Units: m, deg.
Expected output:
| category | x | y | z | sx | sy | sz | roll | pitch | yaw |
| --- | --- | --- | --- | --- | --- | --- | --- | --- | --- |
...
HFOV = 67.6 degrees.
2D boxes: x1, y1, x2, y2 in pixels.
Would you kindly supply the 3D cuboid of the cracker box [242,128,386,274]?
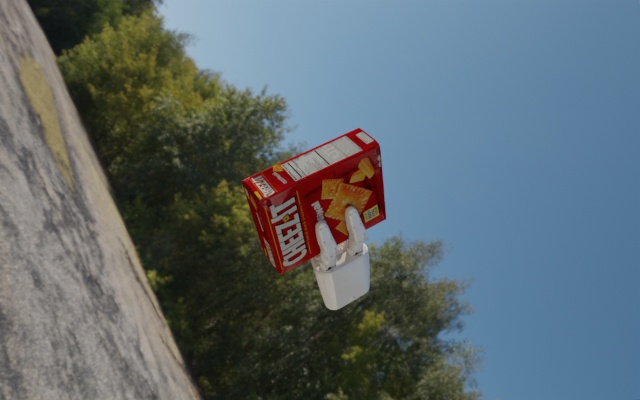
| category | x | y | z | sx | sy | sz | roll | pitch | yaw |
| --- | --- | --- | --- | --- | --- | --- | --- | --- | --- |
| cracker box | 0.000 | 0.002 | 0.768 | 0.213 | 0.164 | 0.072 | -26 | 43 | -18 |
